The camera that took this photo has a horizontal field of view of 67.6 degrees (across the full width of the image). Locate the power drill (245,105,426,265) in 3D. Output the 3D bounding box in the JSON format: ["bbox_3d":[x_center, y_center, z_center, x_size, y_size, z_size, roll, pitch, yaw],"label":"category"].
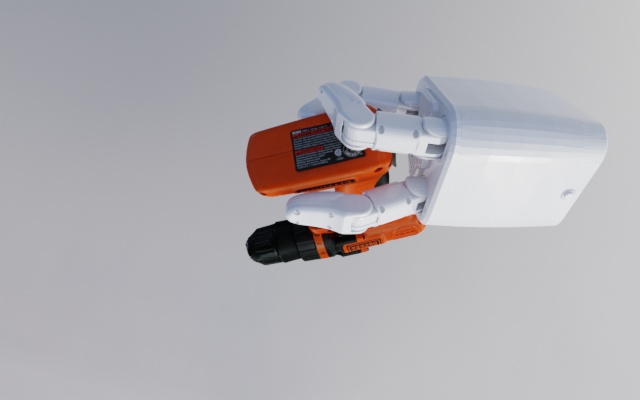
[{"bbox_3d":[0.000,0.001,0.420,0.184,0.057,0.188,-15,-25,6],"label":"power drill"}]
